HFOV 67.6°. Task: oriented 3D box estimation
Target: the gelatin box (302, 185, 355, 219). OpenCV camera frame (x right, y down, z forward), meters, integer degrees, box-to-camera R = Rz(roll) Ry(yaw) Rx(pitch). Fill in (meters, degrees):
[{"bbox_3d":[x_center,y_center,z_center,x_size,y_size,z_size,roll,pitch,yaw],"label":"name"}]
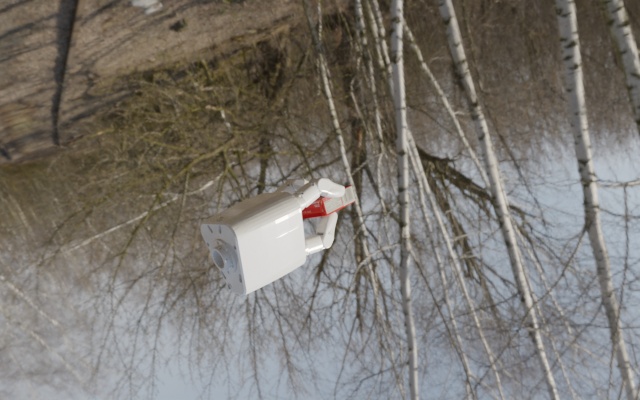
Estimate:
[{"bbox_3d":[0.000,0.003,0.746,0.073,0.030,0.089,-8,10,37],"label":"gelatin box"}]
